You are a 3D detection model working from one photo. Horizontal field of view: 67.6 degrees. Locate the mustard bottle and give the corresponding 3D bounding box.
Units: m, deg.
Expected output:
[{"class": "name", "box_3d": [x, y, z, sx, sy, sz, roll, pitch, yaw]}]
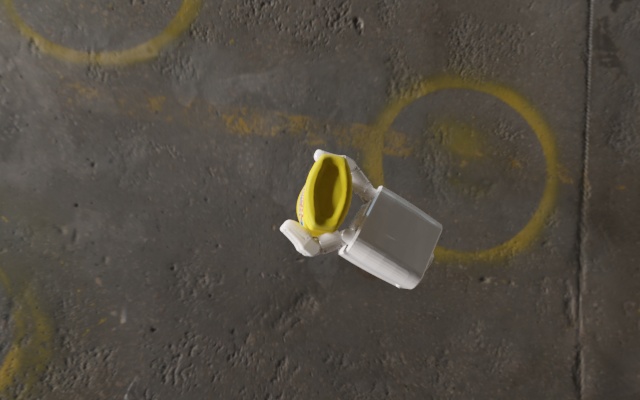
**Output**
[{"class": "mustard bottle", "box_3d": [0.000, 0.002, 0.668, 0.058, 0.096, 0.191, 7, -9, -6]}]
